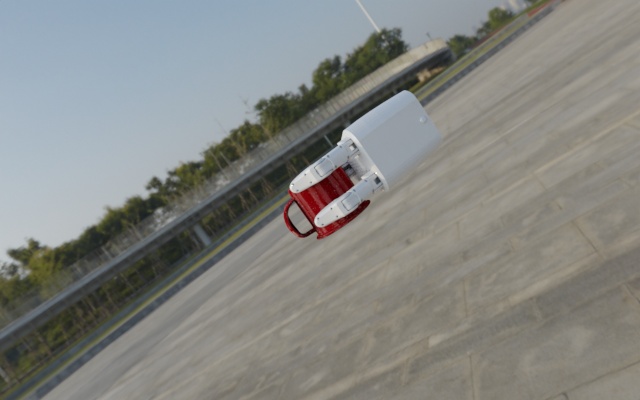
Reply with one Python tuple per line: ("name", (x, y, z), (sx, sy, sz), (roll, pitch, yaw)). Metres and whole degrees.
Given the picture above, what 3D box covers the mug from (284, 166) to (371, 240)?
("mug", (-0.001, 0.003, 0.666), (0.117, 0.081, 0.093), (-37, 5, -12))
